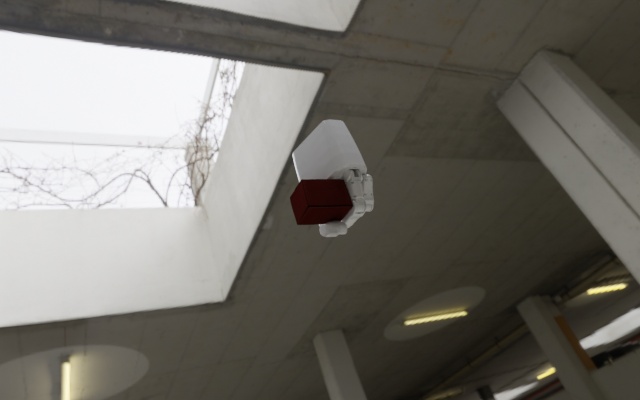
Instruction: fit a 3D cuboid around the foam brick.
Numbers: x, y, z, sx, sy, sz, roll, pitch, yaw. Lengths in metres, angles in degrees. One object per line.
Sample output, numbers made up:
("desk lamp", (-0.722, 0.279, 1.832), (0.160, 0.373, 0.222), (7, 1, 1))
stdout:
("foam brick", (0.000, 0.002, 0.737), (0.078, 0.051, 0.053), (-1, -33, -29))
